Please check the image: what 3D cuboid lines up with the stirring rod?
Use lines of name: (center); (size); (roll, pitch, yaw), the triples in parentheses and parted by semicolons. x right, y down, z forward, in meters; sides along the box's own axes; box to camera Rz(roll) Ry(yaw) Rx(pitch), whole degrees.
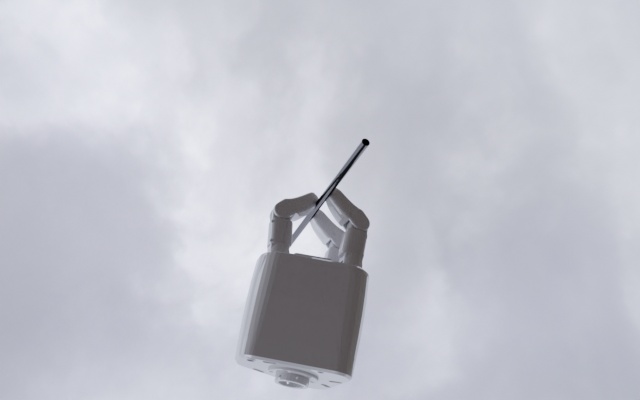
stirring rod: (0.000, 0.002, 0.529); (0.011, 0.011, 0.240); (0, -27, -22)
